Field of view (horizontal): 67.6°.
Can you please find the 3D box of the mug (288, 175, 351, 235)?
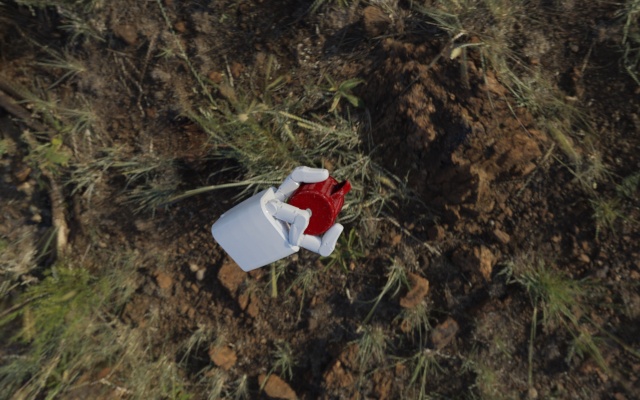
[{"bbox_3d":[0.001,0.002,0.803,0.117,0.093,0.081,-27,14,18],"label":"mug"}]
